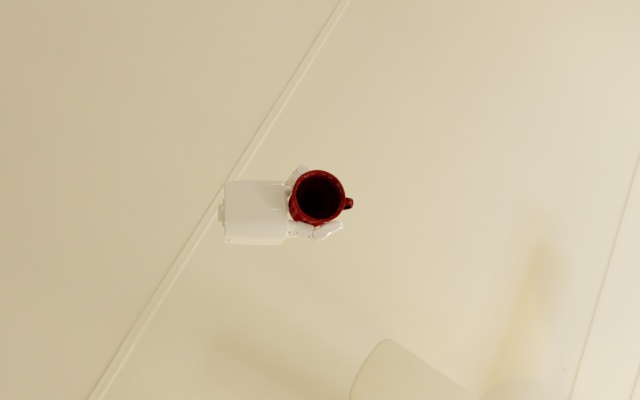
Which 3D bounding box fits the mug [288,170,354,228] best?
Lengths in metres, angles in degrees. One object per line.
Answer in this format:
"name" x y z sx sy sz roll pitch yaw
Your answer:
"mug" 0.001 0.003 0.843 0.117 0.093 0.081 3 -15 -14
